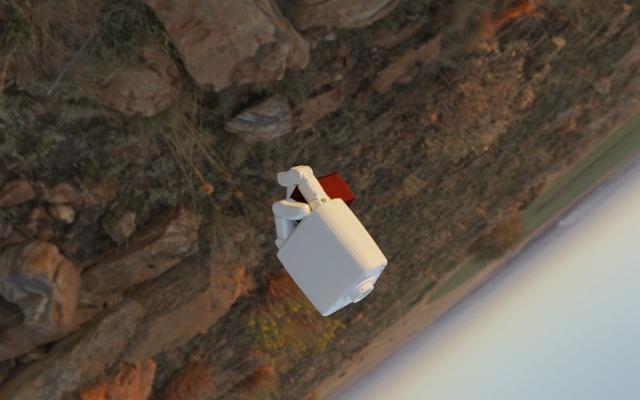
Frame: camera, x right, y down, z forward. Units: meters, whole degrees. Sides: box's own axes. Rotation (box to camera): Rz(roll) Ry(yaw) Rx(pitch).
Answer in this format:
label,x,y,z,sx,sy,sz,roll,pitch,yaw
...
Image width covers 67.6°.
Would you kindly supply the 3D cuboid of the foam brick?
label,x,y,z,sx,sy,sz,roll,pitch,yaw
foam brick,0.000,0.002,0.677,0.078,0.051,0.053,-19,-29,-40
